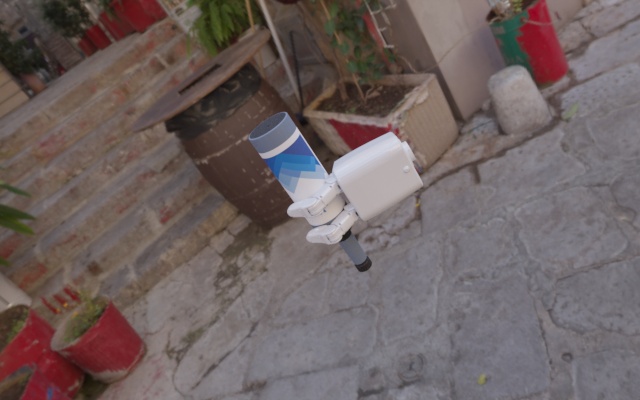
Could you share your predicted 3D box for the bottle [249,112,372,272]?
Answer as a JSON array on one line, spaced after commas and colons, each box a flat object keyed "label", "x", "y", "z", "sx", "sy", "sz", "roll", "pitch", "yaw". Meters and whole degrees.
[{"label": "bottle", "x": 0.000, "y": 0.002, "z": 0.743, "sx": 0.069, "sy": 0.296, "sz": 0.069, "roll": -27, "pitch": 27, "yaw": 15}]
